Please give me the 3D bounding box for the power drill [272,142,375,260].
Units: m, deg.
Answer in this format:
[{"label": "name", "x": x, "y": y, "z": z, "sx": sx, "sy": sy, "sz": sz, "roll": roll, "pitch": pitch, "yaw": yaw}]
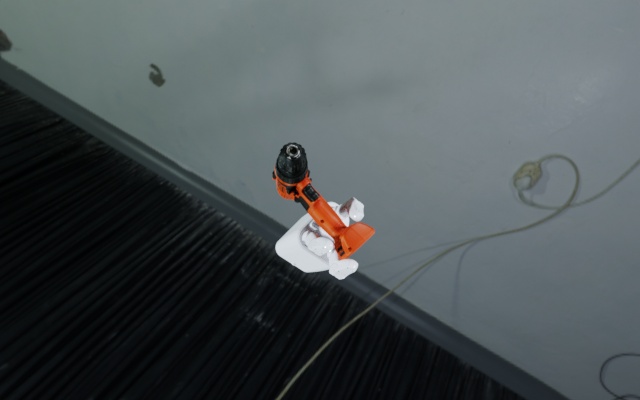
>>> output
[{"label": "power drill", "x": 0.000, "y": 0.003, "z": 0.752, "sx": 0.057, "sy": 0.187, "sz": 0.184, "roll": -40, "pitch": -8, "yaw": -12}]
